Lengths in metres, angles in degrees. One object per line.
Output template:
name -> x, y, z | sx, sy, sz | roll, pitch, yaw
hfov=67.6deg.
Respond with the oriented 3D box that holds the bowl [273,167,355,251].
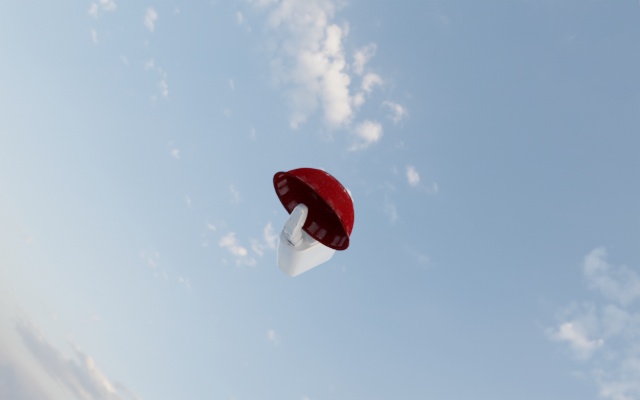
bowl -> 0.001, 0.002, 0.751 | 0.055, 0.162, 0.162 | -44, 19, -22
